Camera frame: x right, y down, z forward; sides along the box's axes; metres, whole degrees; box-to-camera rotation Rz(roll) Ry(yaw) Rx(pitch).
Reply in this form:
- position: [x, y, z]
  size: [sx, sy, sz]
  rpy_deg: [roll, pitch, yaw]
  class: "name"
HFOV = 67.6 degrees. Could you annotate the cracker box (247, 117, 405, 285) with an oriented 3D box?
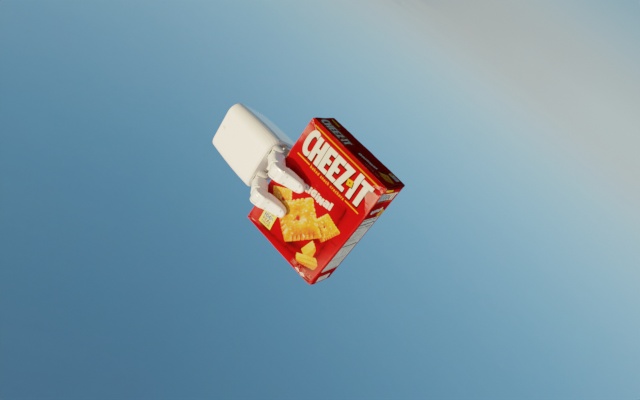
- position: [0.000, 0.003, 0.755]
  size: [0.164, 0.214, 0.072]
  rpy_deg: [46, 28, 18]
  class: "cracker box"
